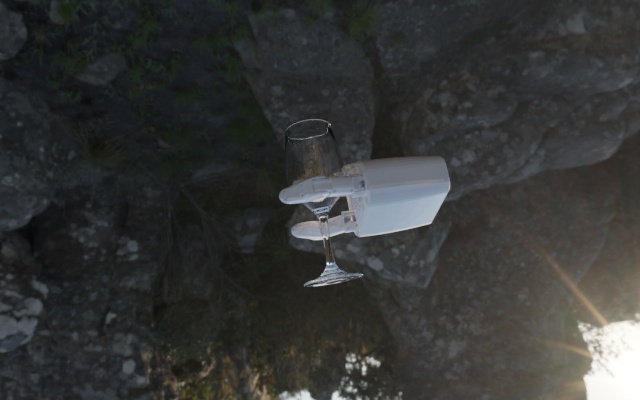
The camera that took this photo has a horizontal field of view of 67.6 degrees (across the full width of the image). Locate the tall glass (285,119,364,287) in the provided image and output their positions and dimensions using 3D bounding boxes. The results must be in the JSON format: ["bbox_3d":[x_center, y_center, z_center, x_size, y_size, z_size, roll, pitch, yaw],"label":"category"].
[{"bbox_3d":[0.000,0.003,0.600,0.079,0.201,0.079,-9,-15,-2],"label":"tall glass"}]
